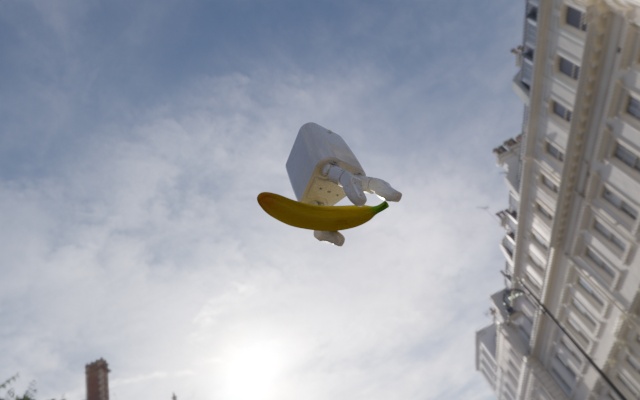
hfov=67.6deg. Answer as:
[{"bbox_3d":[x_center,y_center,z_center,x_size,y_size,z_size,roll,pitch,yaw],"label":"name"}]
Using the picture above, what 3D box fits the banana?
[{"bbox_3d":[-0.003,0.015,0.685,0.198,0.037,0.070,2,-45,-24],"label":"banana"}]
